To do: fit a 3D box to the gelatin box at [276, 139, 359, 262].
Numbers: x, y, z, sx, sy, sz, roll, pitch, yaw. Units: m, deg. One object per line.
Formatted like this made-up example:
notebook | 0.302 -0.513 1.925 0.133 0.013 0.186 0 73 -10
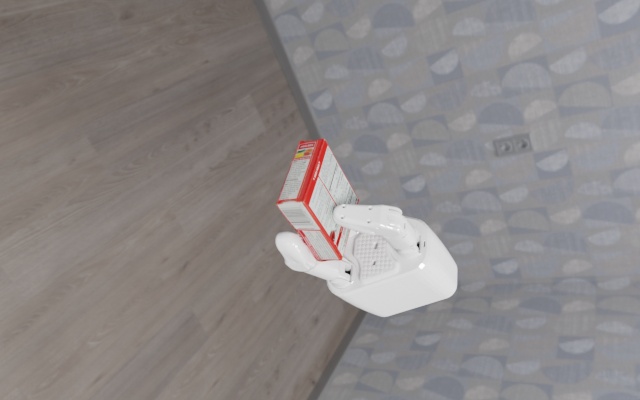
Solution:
gelatin box | 0.000 0.001 0.430 0.030 0.073 0.089 -4 -41 27
